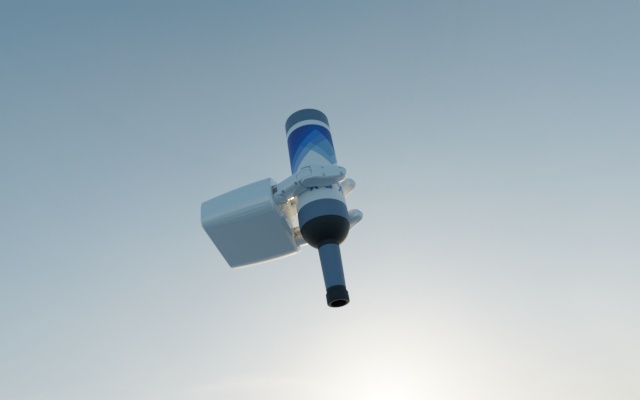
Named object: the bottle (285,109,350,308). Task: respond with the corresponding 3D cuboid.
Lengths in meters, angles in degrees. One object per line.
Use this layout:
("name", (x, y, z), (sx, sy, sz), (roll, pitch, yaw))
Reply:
("bottle", (0.000, 0.002, 0.642), (0.069, 0.295, 0.069), (-7, -36, -5))
